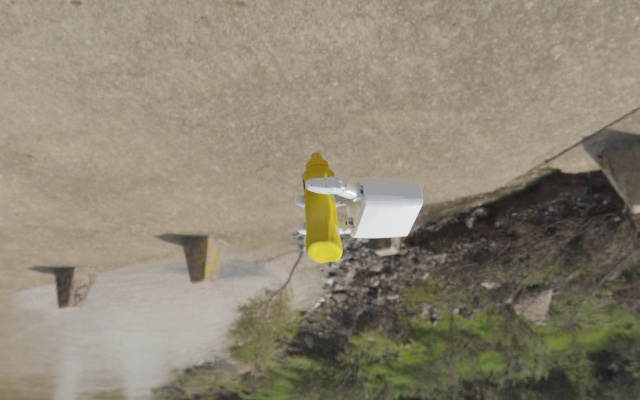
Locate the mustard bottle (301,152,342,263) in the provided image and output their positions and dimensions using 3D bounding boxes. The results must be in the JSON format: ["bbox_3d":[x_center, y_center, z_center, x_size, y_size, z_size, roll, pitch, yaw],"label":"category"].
[{"bbox_3d":[0.000,0.003,0.816,0.058,0.191,0.096,-9,-27,10],"label":"mustard bottle"}]
